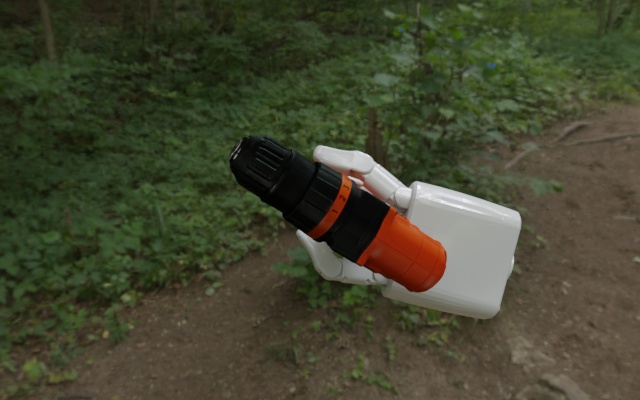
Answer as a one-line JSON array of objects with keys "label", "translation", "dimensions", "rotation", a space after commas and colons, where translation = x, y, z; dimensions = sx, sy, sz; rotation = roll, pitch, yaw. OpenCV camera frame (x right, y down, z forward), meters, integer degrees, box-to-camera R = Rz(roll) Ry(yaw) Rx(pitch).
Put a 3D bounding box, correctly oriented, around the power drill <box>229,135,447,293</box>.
[{"label": "power drill", "translation": [0.000, 0.001, 0.418], "dimensions": [0.184, 0.057, 0.187], "rotation": [34, 2, -16]}]
